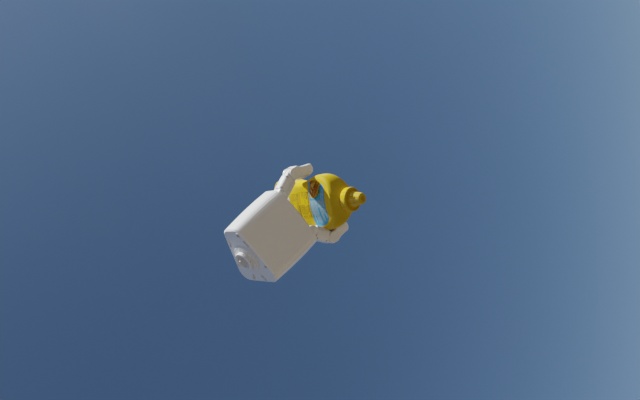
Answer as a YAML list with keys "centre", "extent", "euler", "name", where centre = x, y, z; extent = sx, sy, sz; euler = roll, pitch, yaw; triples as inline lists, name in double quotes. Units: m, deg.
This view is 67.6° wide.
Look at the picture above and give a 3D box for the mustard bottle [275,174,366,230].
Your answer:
- centre: [0.000, 0.003, 0.833]
  extent: [0.191, 0.096, 0.058]
  euler: [-5, 6, 45]
  name: "mustard bottle"
